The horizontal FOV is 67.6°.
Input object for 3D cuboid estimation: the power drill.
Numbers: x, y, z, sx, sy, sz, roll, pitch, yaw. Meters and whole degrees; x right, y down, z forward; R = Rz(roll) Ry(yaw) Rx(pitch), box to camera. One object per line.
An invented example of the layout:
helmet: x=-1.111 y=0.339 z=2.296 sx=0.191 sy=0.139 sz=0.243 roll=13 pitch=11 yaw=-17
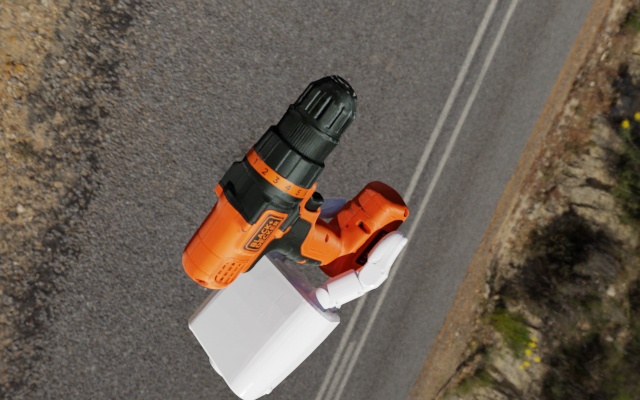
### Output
power drill: x=0.000 y=0.002 z=0.402 sx=0.188 sy=0.184 sz=0.057 roll=20 pitch=26 yaw=-52
